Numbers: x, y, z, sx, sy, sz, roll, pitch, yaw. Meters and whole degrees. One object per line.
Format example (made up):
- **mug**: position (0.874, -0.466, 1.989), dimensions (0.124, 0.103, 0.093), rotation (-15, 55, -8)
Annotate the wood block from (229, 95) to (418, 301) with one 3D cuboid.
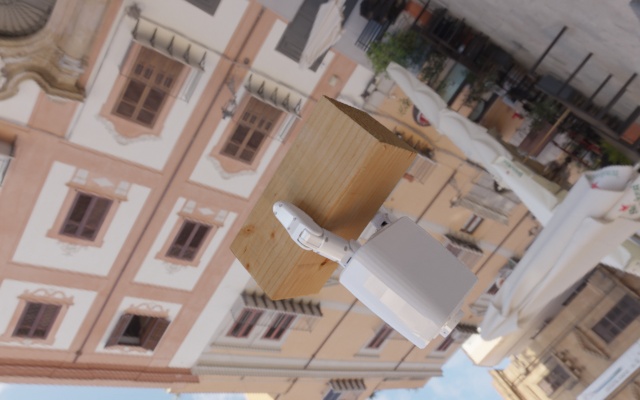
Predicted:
- **wood block**: position (0.000, 0.002, 0.529), dimensions (0.090, 0.206, 0.091), rotation (45, 22, 30)
